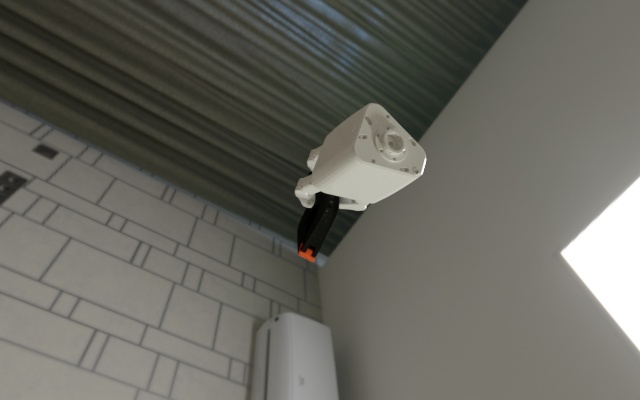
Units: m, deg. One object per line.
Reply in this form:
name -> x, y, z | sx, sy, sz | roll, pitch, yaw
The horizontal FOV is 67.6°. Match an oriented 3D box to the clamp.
clamp -> 0.001, 0.003, 0.765 | 0.036, 0.210, 0.164 | 29, -28, -17
